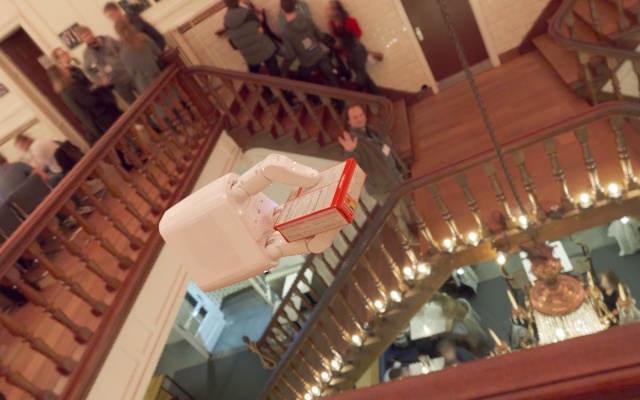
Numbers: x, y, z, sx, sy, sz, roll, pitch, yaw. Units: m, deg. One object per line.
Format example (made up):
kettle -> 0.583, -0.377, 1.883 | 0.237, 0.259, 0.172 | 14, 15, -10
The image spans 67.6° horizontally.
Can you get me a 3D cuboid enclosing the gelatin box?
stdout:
gelatin box -> 0.000, 0.001, 0.505 | 0.089, 0.073, 0.030 | -21, -57, 37
